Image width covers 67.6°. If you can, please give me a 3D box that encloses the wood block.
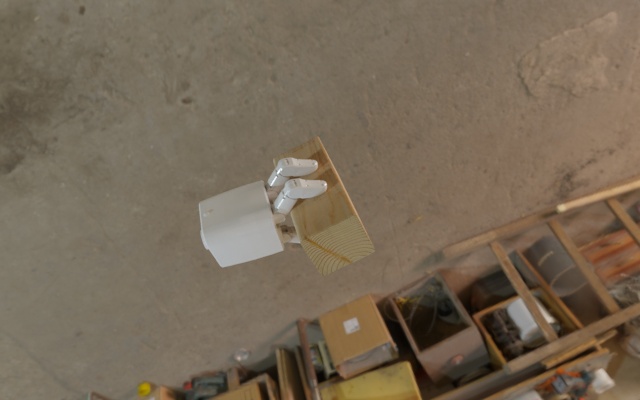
[{"bbox_3d":[0.000,0.003,0.753,0.090,0.091,0.206,-26,42,4],"label":"wood block"}]
